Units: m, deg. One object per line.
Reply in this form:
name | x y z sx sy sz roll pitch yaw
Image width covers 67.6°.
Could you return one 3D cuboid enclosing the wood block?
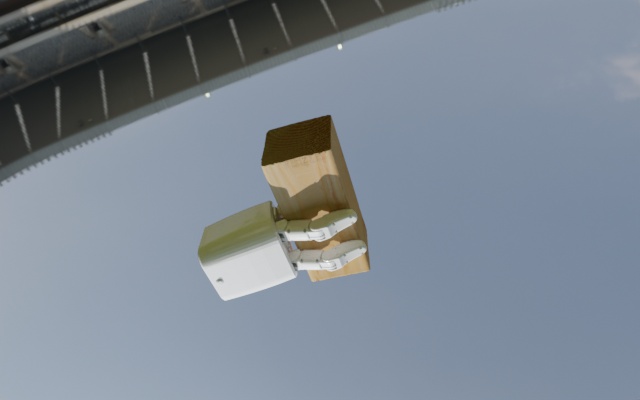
wood block | 0.000 0.002 0.650 0.090 0.206 0.090 -13 37 10
